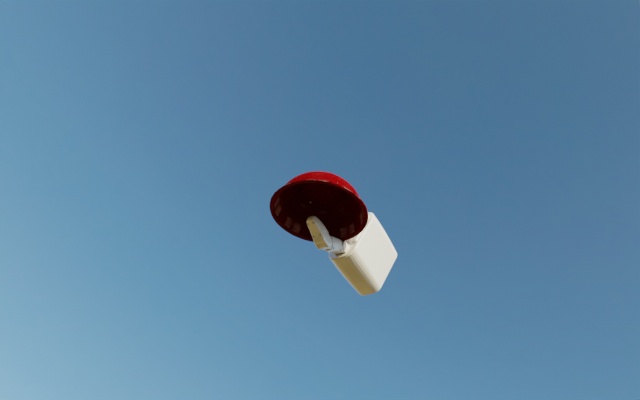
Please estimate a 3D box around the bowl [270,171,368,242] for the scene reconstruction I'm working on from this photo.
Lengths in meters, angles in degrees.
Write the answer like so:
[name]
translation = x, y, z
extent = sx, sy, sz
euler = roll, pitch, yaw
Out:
[bowl]
translation = 0.000, 0.001, 0.788
extent = 0.162, 0.055, 0.162
euler = 6, -39, 5
